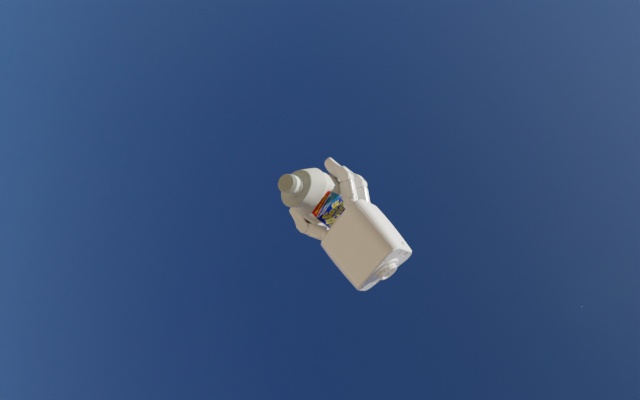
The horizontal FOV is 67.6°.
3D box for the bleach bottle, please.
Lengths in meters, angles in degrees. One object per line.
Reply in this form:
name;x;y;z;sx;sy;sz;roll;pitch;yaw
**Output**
bleach bottle;0.000;0.003;0.833;0.102;0.068;0.251;-45;-28;13
